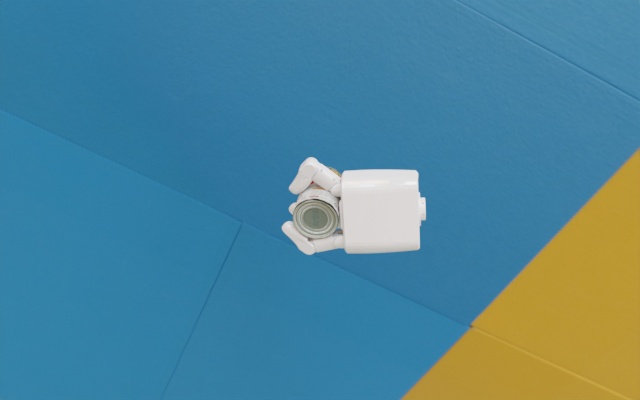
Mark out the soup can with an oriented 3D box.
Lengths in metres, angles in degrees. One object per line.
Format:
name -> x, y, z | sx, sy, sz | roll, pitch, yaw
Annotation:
soup can -> 0.000, 0.002, 0.709 | 0.068, 0.068, 0.102 | 0, 30, 9
